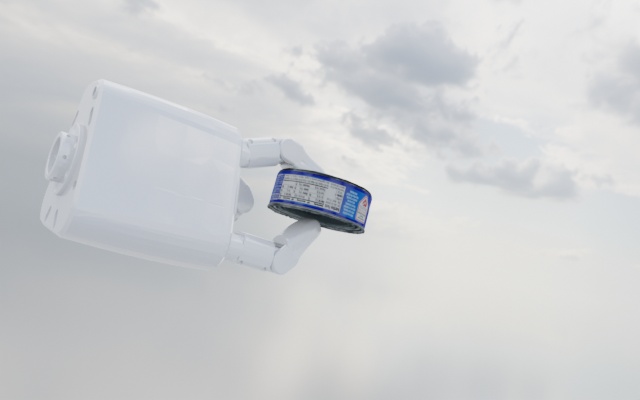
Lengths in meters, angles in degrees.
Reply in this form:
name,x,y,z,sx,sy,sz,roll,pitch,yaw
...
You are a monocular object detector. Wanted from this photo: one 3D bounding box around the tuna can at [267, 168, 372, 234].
name,x,y,z,sx,sy,sz,roll,pitch,yaw
tuna can,0.000,0.001,0.409,0.086,0.033,0.086,15,-9,2
